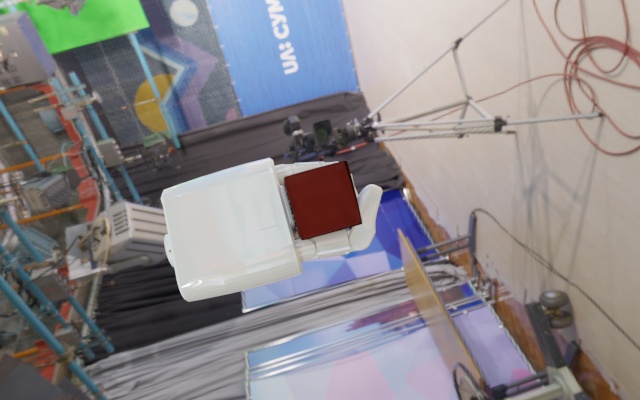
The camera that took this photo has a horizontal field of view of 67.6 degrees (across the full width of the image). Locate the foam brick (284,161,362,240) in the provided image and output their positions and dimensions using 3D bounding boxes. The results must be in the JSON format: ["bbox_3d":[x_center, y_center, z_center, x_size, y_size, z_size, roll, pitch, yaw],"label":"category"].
[{"bbox_3d":[0.000,0.001,0.404,0.051,0.053,0.078,-15,-1,-4],"label":"foam brick"}]
